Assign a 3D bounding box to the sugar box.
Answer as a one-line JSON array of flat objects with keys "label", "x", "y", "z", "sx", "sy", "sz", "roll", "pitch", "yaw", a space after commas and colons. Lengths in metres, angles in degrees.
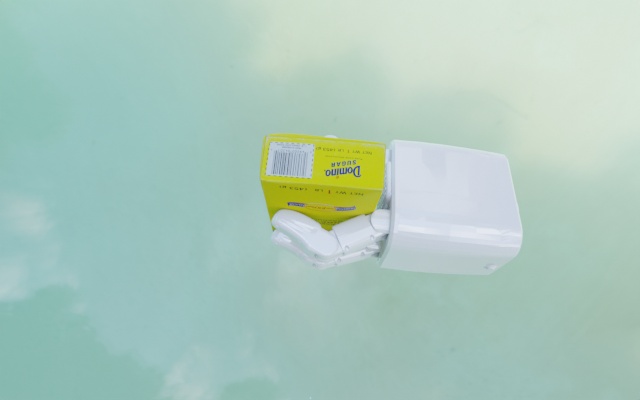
[{"label": "sugar box", "x": 0.000, "y": 0.002, "z": 0.430, "sx": 0.093, "sy": 0.048, "sz": 0.176, "roll": 6, "pitch": -22, "yaw": 1}]
